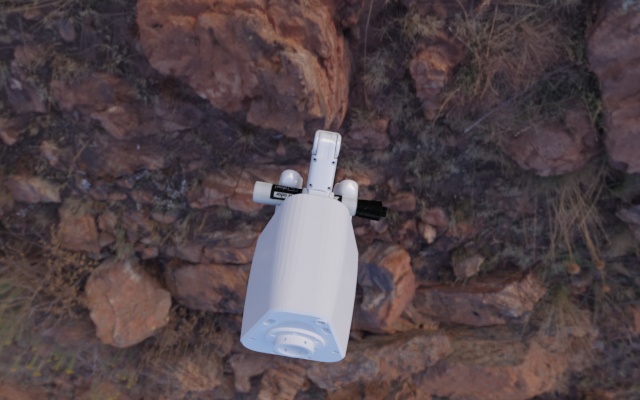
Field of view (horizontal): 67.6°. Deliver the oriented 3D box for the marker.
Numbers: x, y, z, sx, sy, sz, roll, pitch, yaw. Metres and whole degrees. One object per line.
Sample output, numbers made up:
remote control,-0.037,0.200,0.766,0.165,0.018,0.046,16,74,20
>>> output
marker,0.000,0.001,0.432,0.121,0.020,0.020,9,0,-1
